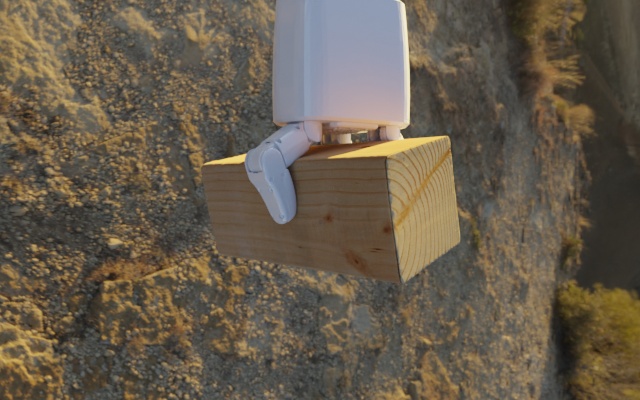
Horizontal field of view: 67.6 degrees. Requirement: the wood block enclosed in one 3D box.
[{"bbox_3d":[0.000,0.001,0.410,0.206,0.090,0.091,2,16,42],"label":"wood block"}]
